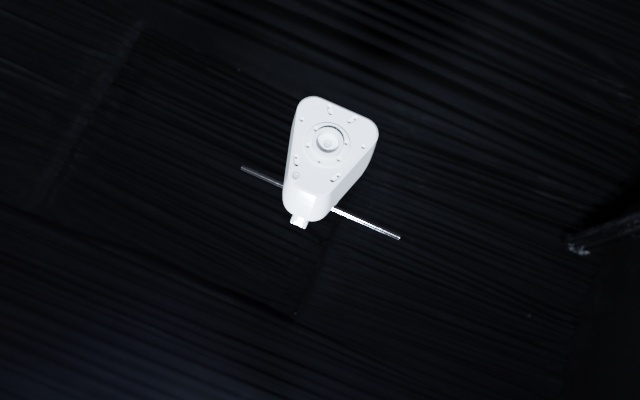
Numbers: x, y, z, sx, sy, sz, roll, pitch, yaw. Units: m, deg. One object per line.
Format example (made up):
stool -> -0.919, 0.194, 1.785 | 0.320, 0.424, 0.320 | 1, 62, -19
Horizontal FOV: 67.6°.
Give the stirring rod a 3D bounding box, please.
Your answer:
stirring rod -> 0.000, 0.002, 0.666 | 0.239, 0.011, 0.011 | 24, 0, 1
